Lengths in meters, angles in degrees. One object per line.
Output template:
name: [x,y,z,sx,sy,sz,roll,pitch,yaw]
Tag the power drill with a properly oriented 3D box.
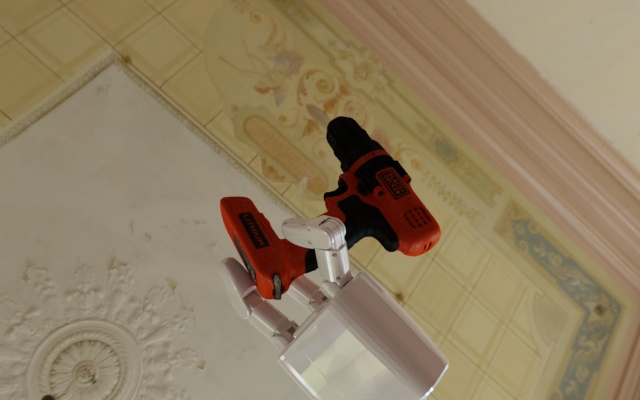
power drill: [0.000,0.002,0.479,0.187,0.184,0.057,-23,-32,-17]
